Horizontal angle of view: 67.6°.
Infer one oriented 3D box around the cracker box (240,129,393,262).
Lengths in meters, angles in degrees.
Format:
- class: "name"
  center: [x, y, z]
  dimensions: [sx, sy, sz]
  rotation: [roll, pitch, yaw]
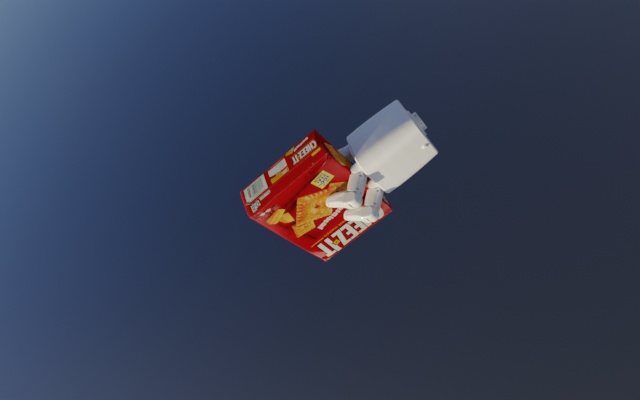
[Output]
- class: "cracker box"
  center: [0.000, 0.002, 0.806]
  dimensions: [0.164, 0.072, 0.214]
  rotation: [-38, -43, 15]
